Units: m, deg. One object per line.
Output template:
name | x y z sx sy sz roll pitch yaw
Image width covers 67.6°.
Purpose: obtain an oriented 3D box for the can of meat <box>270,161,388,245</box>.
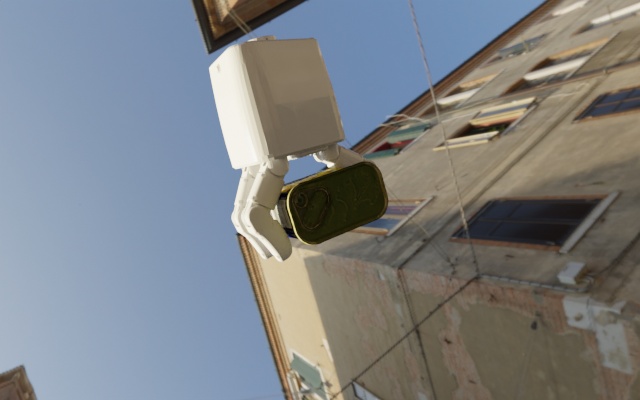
can of meat | 0.000 0.002 0.471 0.102 0.057 0.084 -21 9 -25
